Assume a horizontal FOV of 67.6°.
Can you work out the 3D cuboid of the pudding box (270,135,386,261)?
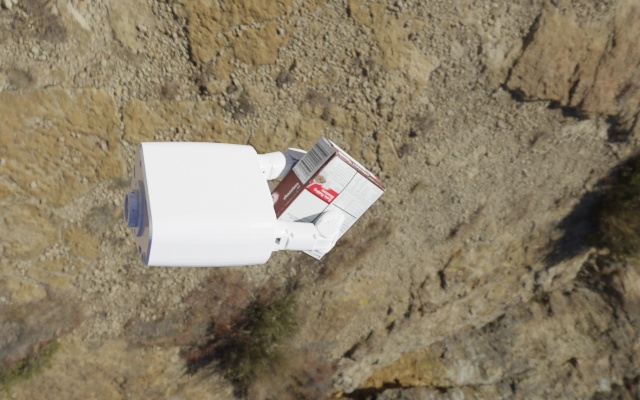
[{"bbox_3d":[0.000,0.002,0.502,0.090,0.113,0.039,32,17,-42],"label":"pudding box"}]
